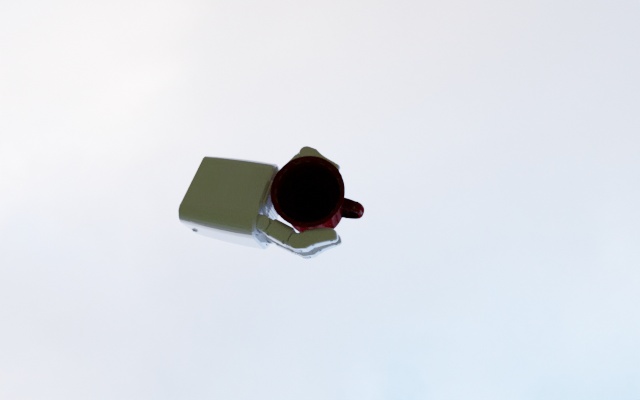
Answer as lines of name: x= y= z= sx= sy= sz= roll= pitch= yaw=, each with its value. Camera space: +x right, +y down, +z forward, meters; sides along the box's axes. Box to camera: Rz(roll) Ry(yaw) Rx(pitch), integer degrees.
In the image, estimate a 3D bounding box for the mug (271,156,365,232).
mug: x=0.002 y=0.002 z=0.622 sx=0.117 sy=0.093 sz=0.081 roll=11 pitch=-15 yaw=10
